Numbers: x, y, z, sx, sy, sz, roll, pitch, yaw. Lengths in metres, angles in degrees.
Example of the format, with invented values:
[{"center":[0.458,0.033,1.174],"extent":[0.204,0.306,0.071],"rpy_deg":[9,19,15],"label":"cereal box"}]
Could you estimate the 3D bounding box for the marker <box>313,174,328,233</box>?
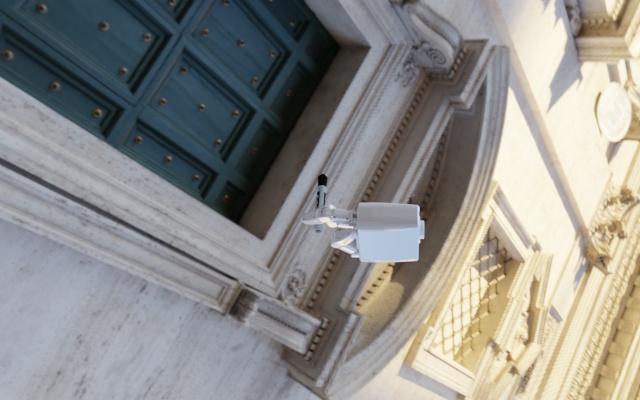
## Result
[{"center":[0.000,0.003,0.883],"extent":[0.020,0.121,0.020],"rpy_deg":[4,-30,2],"label":"marker"}]
